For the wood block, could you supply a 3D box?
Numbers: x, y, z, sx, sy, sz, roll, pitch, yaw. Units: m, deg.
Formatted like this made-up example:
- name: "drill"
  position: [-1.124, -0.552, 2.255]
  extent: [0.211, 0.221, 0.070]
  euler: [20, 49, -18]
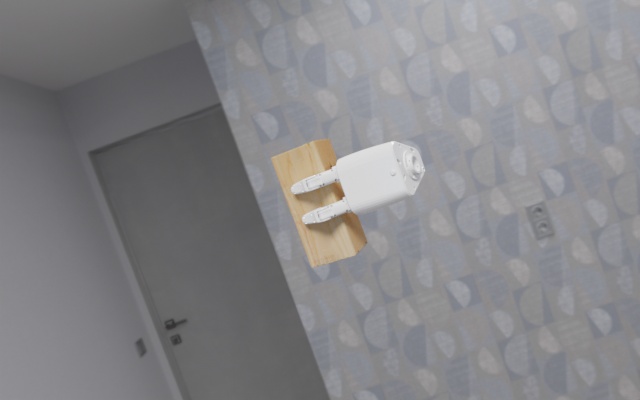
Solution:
- name: "wood block"
  position: [0.001, 0.003, 0.858]
  extent: [0.090, 0.206, 0.091]
  euler: [-19, 3, 22]
